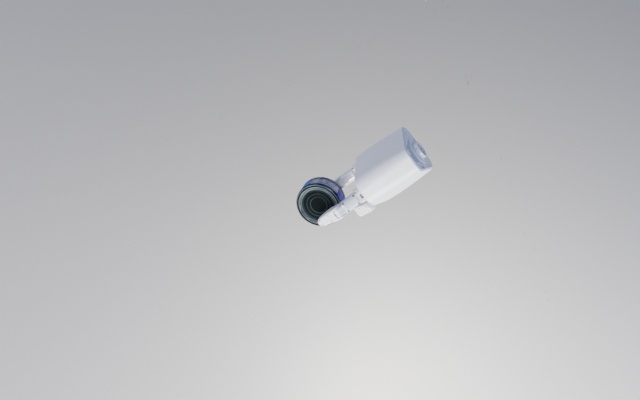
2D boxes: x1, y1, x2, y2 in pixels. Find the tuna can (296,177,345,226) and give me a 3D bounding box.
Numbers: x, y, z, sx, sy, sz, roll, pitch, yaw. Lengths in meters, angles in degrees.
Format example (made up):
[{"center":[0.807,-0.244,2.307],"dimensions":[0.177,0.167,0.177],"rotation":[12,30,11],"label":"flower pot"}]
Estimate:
[{"center":[0.000,0.003,0.866],"dimensions":[0.086,0.086,0.033],"rotation":[0,25,17],"label":"tuna can"}]
